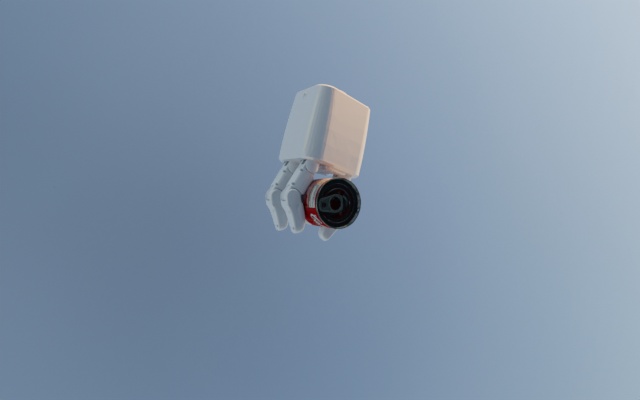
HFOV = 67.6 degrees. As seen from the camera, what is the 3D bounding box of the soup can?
[{"bbox_3d":[0.000,0.003,0.665,0.068,0.068,0.102,0,2,-29],"label":"soup can"}]
